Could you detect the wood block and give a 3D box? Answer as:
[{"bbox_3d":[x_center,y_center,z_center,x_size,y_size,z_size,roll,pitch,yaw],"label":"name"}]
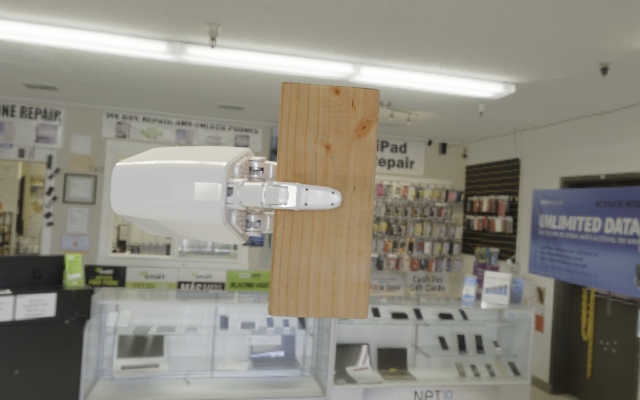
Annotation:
[{"bbox_3d":[0.000,0.001,0.463,0.090,0.206,0.091,3,-1,-6],"label":"wood block"}]
